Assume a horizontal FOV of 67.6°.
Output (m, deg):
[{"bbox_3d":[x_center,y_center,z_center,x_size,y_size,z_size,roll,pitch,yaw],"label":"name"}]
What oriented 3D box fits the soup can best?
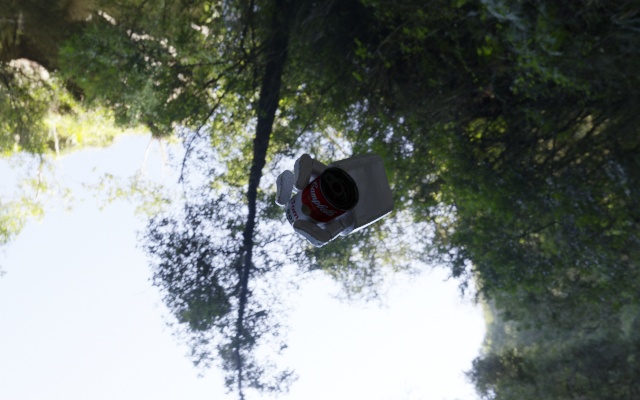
[{"bbox_3d":[0.000,0.003,0.715,0.068,0.068,0.102,0,-23,-37],"label":"soup can"}]
